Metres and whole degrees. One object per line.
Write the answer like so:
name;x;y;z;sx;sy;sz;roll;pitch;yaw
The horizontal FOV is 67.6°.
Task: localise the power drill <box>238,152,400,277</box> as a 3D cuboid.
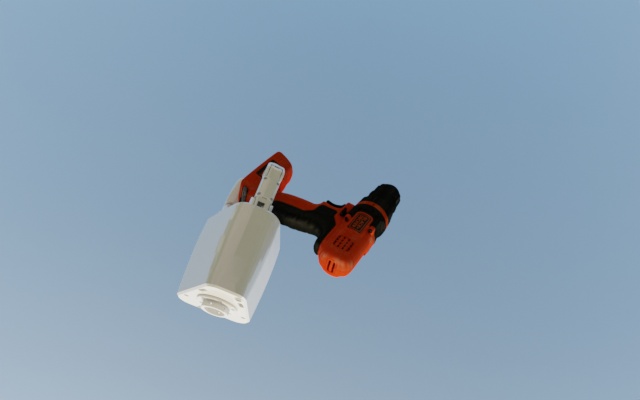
power drill;0.000;0.002;0.642;0.187;0.057;0.184;26;40;18
